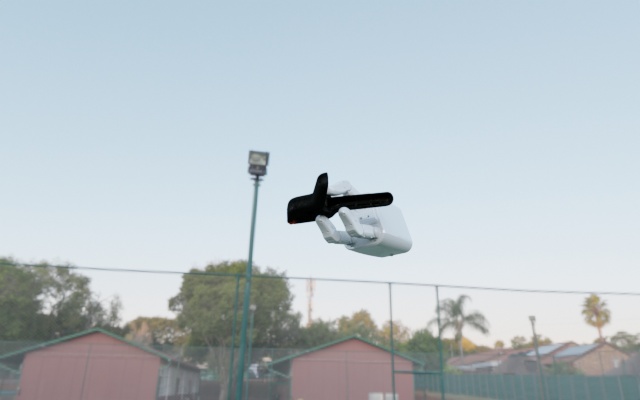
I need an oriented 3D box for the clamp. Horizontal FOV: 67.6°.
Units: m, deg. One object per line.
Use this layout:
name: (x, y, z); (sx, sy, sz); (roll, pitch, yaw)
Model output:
clamp: (0.000, 0.002, 0.850); (0.210, 0.036, 0.164); (-18, -27, 39)
